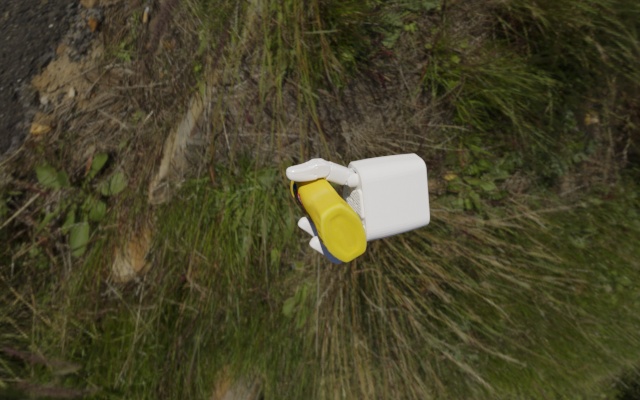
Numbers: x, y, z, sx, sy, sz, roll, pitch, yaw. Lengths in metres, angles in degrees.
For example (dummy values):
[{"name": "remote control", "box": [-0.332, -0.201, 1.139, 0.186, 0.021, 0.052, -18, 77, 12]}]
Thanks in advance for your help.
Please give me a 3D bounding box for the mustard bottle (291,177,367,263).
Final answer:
[{"name": "mustard bottle", "box": [0.000, 0.003, 0.693, 0.058, 0.096, 0.191, -32, 34, -3]}]
